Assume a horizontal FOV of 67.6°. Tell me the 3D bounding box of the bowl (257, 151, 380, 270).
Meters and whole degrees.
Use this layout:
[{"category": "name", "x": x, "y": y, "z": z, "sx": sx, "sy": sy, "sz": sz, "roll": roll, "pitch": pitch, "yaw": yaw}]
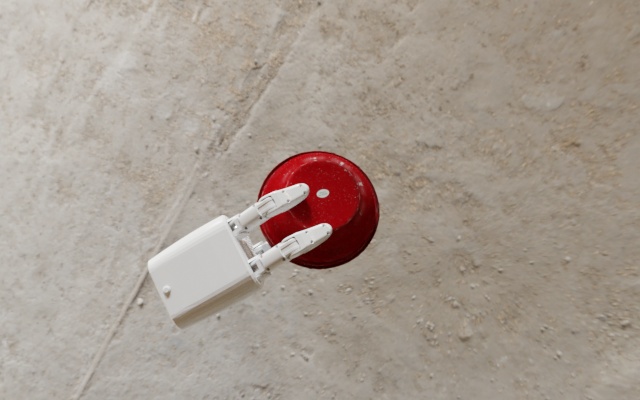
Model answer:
[{"category": "bowl", "x": 0.001, "y": 0.001, "z": 0.599, "sx": 0.162, "sy": 0.162, "sz": 0.055, "roll": 0, "pitch": -18, "yaw": -6}]
